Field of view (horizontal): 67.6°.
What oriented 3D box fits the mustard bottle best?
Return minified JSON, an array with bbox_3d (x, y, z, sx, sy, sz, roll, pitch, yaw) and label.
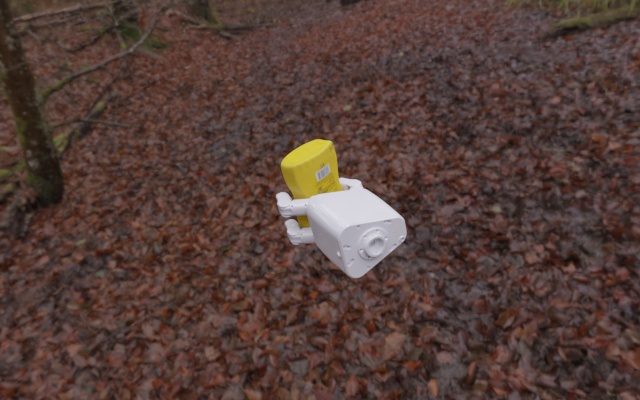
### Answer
[{"bbox_3d":[0.000,0.002,0.795,0.058,0.192,0.096,13,39,41],"label":"mustard bottle"}]
